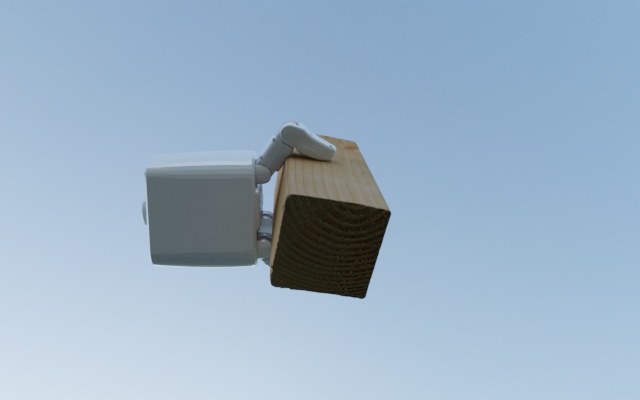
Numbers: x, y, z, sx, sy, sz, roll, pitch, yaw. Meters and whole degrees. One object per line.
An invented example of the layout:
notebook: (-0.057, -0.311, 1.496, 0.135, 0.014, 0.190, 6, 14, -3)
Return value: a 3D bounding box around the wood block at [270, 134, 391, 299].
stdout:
wood block: (0.000, 0.001, 0.496, 0.090, 0.091, 0.206, 9, 22, -9)
